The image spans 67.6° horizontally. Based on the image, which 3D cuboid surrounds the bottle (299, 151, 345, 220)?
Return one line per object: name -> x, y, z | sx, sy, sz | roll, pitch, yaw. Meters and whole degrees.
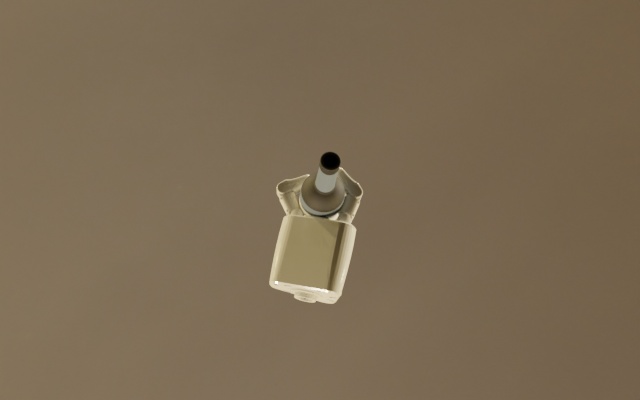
bottle -> 0.000, 0.002, 0.741 | 0.069, 0.069, 0.296 | 0, -21, -5
